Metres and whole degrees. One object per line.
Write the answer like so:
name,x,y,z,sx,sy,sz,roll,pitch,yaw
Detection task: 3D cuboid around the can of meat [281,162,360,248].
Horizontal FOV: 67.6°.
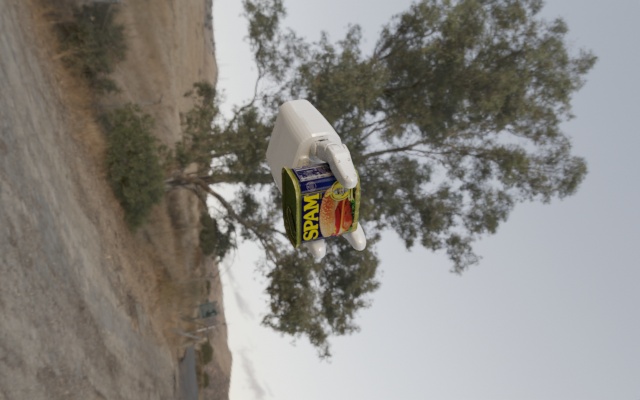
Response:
can of meat,0.000,0.002,0.594,0.084,0.102,0.057,-12,38,-18
